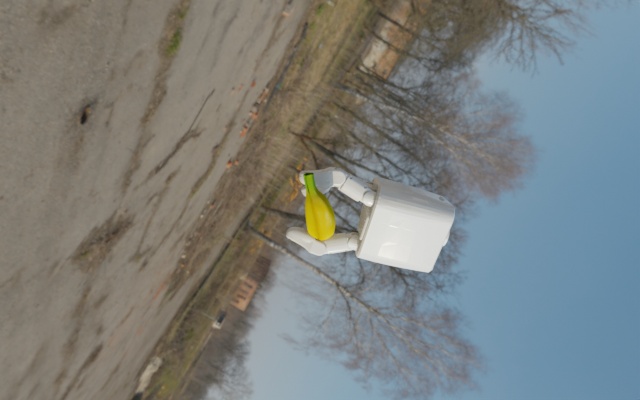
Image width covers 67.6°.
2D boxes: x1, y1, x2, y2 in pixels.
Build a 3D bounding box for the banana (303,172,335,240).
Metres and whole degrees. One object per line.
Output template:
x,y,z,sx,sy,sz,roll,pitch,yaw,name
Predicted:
0.000,0.020,0.634,0.037,0.069,0.198,-2,-12,0,banana
